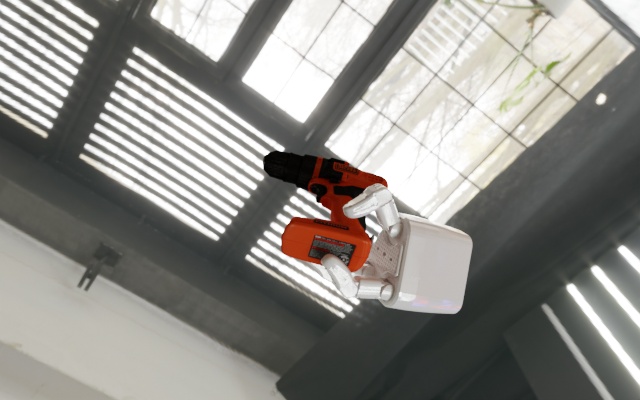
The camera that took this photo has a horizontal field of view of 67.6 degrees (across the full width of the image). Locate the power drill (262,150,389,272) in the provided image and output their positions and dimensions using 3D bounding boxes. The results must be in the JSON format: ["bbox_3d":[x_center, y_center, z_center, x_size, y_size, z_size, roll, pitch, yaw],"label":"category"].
[{"bbox_3d":[0.000,0.002,0.627,0.184,0.057,0.187,13,35,-2],"label":"power drill"}]
